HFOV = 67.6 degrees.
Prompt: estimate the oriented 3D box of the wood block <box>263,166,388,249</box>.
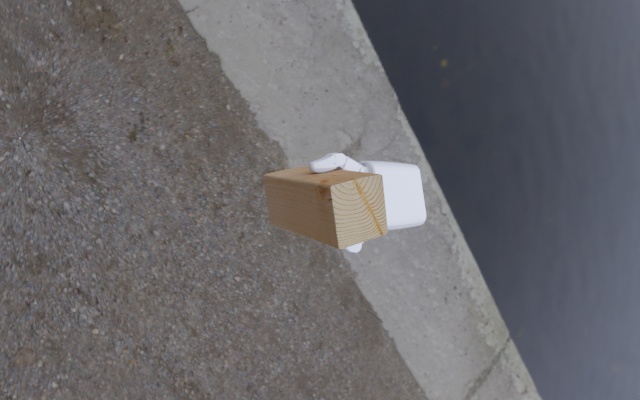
[{"bbox_3d":[0.000,0.002,0.738,0.090,0.091,0.206,-15,14,-30],"label":"wood block"}]
